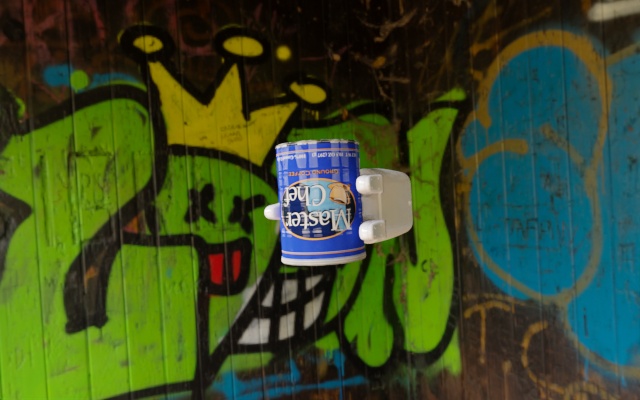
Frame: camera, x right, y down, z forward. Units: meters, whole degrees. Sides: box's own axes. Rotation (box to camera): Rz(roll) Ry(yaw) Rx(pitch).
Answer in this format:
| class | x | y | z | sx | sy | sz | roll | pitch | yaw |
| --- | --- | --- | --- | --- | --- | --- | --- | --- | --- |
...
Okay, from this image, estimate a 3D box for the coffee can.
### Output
| class | x | y | z | sx | sy | sz | roll | pitch | yaw |
| --- | --- | --- | --- | --- | --- | --- | --- | --- | --- |
| coffee can | 0.000 | 0.002 | 0.580 | 0.103 | 0.140 | 0.103 | -3 | 1 | 0 |
